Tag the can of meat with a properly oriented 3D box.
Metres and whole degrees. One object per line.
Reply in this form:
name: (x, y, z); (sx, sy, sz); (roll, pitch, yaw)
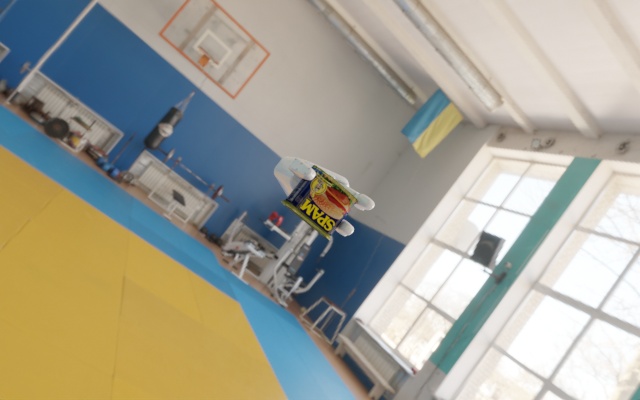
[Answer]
can of meat: (0.000, 0.002, 0.803); (0.102, 0.084, 0.057); (41, -6, -23)
